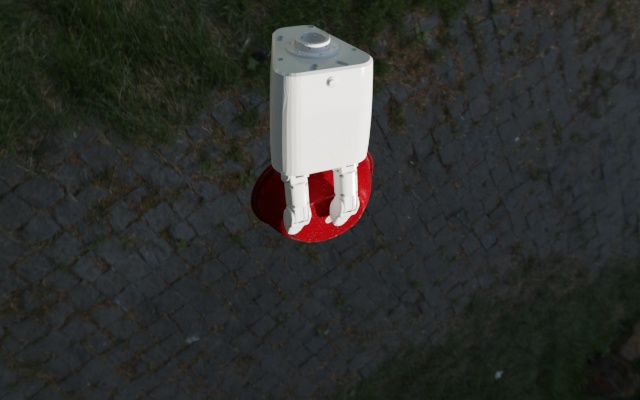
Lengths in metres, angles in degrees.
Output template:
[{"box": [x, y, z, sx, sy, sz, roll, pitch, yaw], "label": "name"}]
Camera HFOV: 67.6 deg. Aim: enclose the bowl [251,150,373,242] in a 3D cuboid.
[{"box": [0.000, 0.003, 0.581, 0.162, 0.055, 0.162, -17, -34, -12], "label": "bowl"}]
